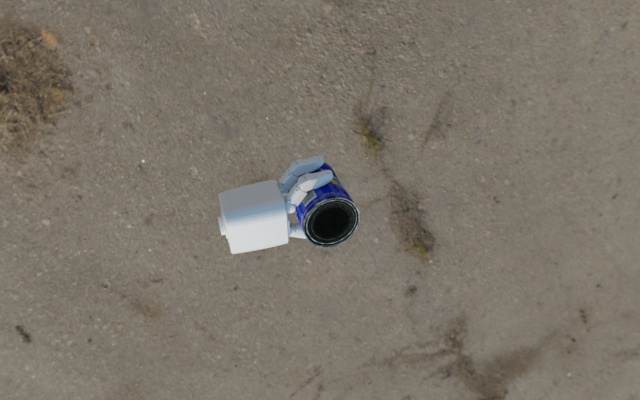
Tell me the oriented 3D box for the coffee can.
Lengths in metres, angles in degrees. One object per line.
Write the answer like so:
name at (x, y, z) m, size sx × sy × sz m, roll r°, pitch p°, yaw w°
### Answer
coffee can at (0.000, 0.003, 0.864) m, size 0.103 × 0.103 × 0.140 m, roll 0°, pitch 31°, yaw -20°
